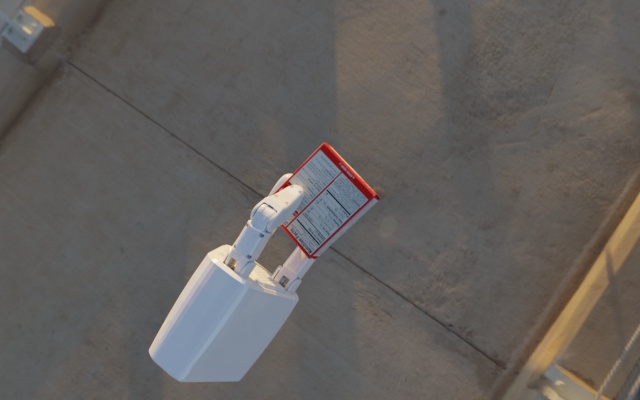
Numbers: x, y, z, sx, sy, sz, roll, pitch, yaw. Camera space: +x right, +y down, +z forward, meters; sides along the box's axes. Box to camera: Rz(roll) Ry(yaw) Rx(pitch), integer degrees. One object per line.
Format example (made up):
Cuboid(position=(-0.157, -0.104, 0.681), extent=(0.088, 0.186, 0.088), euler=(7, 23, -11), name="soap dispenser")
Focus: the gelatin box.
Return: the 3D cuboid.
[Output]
Cuboid(position=(0.000, 0.001, 0.463), extent=(0.089, 0.073, 0.030), euler=(-45, -16, 7), name="gelatin box")
